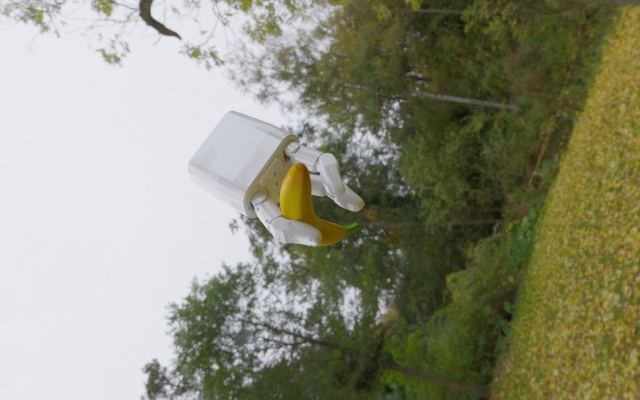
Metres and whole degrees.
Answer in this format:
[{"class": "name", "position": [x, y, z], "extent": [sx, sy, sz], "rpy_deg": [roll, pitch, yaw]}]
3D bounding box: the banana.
[{"class": "banana", "position": [-0.012, 0.017, 0.592], "extent": [0.037, 0.069, 0.198], "rpy_deg": [43, -1, 31]}]
